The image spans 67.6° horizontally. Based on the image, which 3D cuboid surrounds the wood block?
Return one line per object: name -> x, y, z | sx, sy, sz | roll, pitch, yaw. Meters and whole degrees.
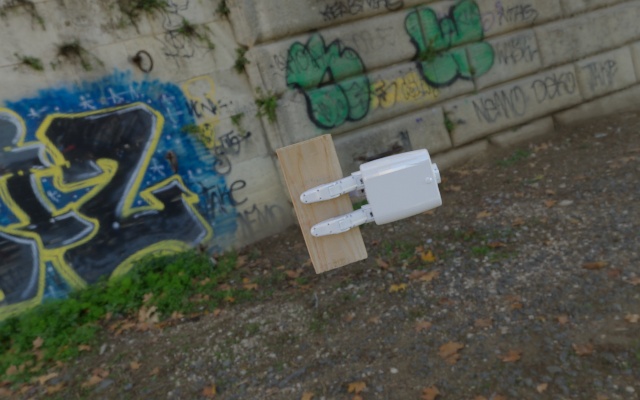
wood block -> 0.000, 0.002, 0.789 | 0.090, 0.206, 0.091 | -18, 8, -3
